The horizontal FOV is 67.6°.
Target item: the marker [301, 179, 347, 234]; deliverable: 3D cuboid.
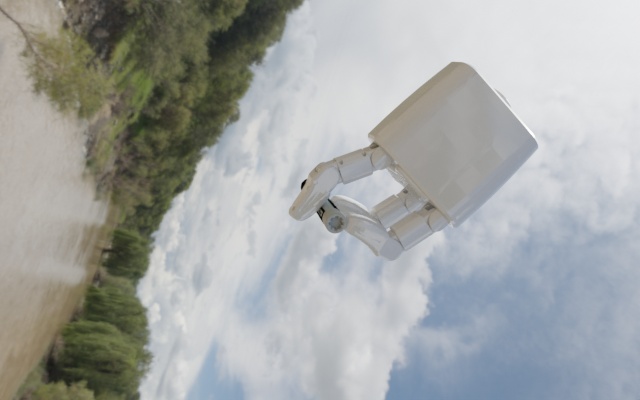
[{"bbox_3d":[0.000,0.002,0.465,0.020,0.020,0.121,0,18,-14],"label":"marker"}]
